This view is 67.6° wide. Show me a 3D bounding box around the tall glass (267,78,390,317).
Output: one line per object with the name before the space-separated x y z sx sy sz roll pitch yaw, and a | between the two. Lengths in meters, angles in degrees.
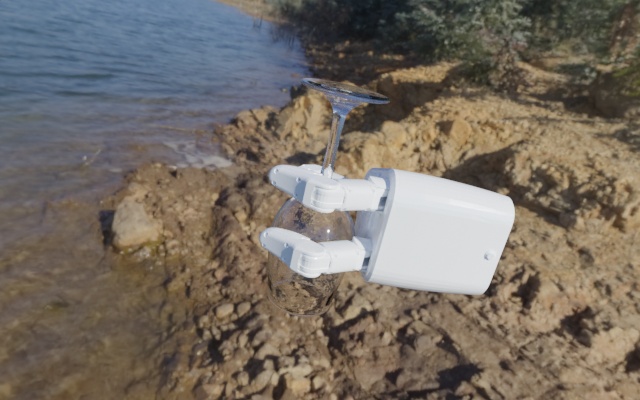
tall glass | 0.000 0.001 0.420 0.079 0.201 0.079 11 20 -4
